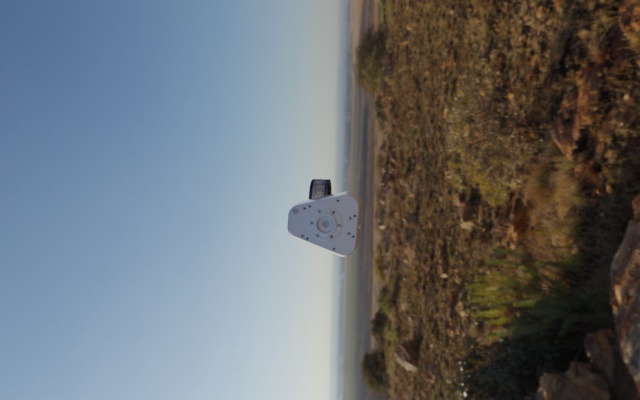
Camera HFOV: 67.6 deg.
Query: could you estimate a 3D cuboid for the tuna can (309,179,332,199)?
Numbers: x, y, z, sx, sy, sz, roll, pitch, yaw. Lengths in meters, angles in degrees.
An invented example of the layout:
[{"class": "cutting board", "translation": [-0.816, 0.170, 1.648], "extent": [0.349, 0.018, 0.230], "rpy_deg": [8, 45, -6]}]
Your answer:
[{"class": "tuna can", "translation": [0.000, 0.003, 0.878], "extent": [0.034, 0.086, 0.086], "rpy_deg": [2, 0, 7]}]
